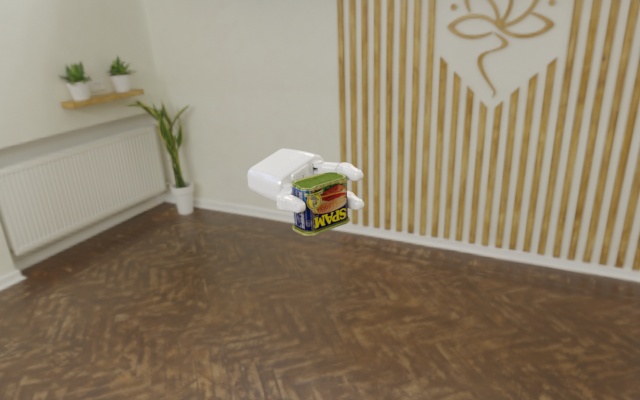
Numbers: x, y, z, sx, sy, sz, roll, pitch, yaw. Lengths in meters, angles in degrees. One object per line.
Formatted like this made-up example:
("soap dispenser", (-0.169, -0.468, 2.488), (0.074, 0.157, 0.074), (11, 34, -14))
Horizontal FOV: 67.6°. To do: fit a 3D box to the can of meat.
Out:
("can of meat", (0.000, 0.002, 0.816), (0.102, 0.084, 0.057), (-17, 25, -34))
